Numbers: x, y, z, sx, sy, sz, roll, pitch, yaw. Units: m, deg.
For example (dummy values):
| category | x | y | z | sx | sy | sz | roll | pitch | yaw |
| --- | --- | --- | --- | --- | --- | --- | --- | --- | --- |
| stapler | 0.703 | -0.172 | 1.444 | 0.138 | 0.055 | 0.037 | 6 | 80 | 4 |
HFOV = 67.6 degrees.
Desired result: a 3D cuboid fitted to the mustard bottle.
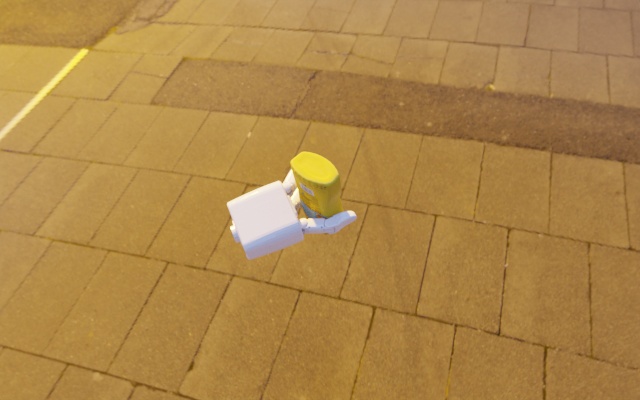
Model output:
| category | x | y | z | sx | sy | sz | roll | pitch | yaw |
| --- | --- | --- | --- | --- | --- | --- | --- | --- | --- |
| mustard bottle | 0.000 | 0.003 | 0.882 | 0.096 | 0.192 | 0.058 | 33 | 62 | 30 |
